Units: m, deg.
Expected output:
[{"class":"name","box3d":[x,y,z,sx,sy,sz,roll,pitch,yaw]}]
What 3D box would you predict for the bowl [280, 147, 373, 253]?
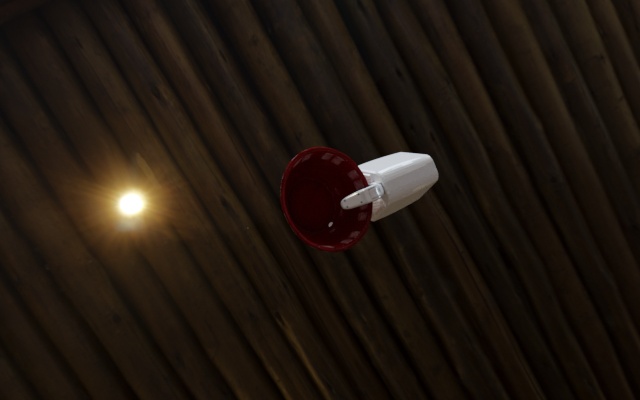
[{"class":"bowl","box3d":[-0.001,0.003,0.736,0.162,0.162,0.055,0,-12,-32]}]
